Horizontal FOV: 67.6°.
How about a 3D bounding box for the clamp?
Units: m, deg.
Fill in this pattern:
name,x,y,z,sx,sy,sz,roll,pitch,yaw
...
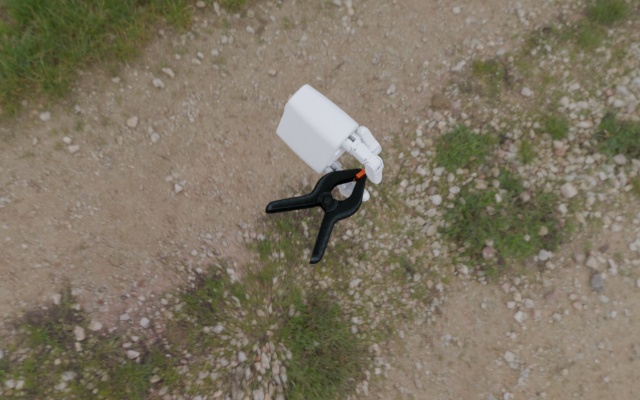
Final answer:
name,x,y,z,sx,sy,sz,roll,pitch,yaw
clamp,0.000,0.002,0.759,0.120,0.171,0.039,41,-15,3
